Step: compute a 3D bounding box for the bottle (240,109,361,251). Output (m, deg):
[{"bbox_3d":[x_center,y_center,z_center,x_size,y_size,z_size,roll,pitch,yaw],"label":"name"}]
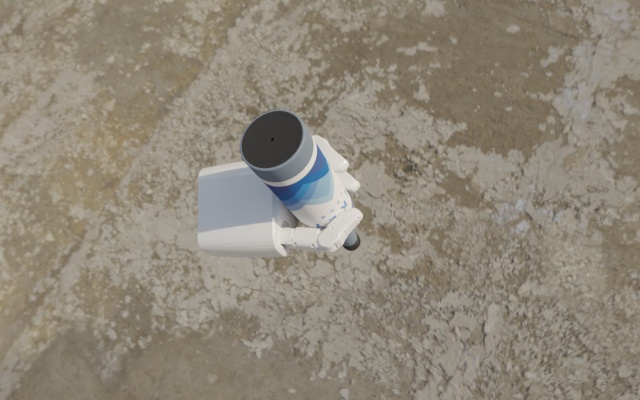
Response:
[{"bbox_3d":[0.000,0.002,0.570,0.069,0.069,0.296,0,-24,20],"label":"bottle"}]
